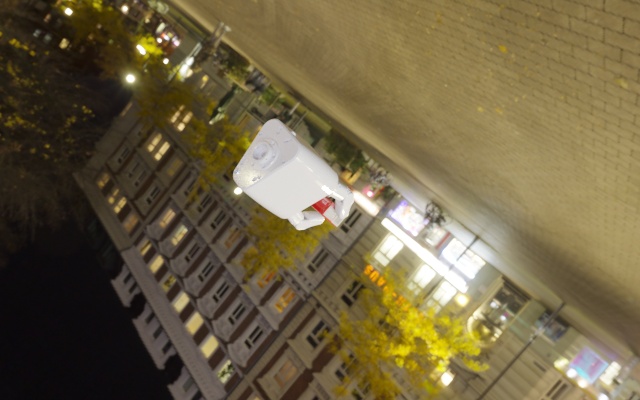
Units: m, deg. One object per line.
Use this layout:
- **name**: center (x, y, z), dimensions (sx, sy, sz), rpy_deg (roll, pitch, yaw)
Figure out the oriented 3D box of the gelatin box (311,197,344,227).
- **gelatin box**: center (0.000, 0.003, 0.813), dimensions (0.073, 0.030, 0.089), rpy_deg (42, 0, 25)
